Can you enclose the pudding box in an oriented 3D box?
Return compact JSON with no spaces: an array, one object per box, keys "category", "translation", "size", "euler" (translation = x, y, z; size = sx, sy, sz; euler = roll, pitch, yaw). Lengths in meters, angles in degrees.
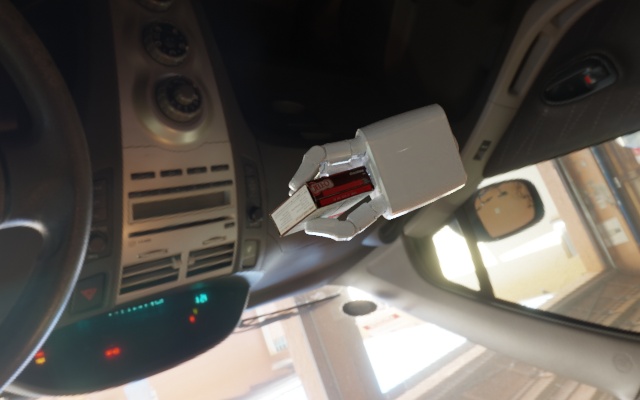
[{"category":"pudding box","translation":[0.000,0.002,0.593],"size":[0.090,0.039,0.113],"euler":[-17,-14,-33]}]
